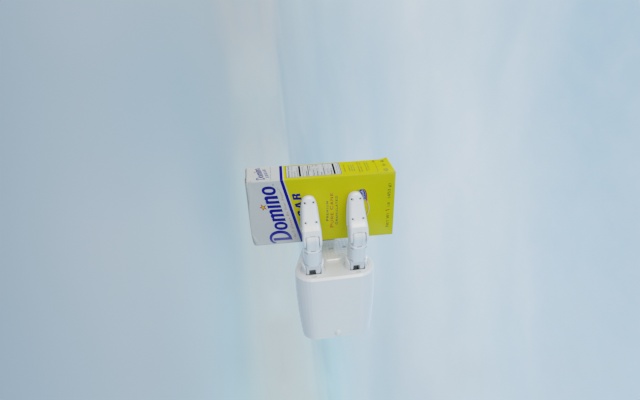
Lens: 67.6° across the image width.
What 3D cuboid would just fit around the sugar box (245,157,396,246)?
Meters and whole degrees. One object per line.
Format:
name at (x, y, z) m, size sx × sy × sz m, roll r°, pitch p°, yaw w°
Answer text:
sugar box at (0.000, 0.002, 0.585) m, size 0.176 × 0.093 × 0.048 m, roll -6°, pitch 31°, yaw -6°
